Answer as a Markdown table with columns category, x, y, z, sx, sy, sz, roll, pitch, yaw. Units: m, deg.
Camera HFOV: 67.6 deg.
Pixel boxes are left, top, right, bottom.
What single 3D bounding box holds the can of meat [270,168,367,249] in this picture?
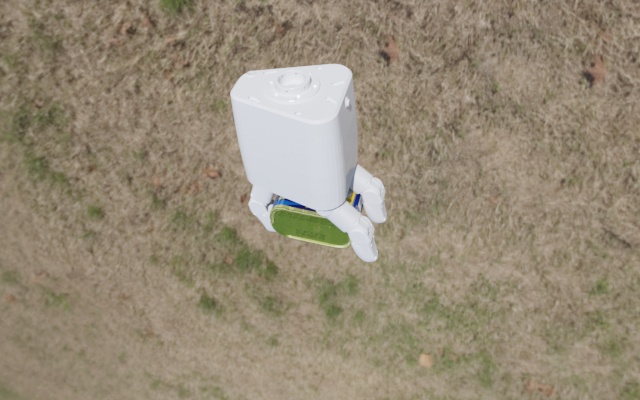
| category | x | y | z | sx | sy | sz | roll | pitch | yaw |
| --- | --- | --- | --- | --- | --- | --- | --- | --- | --- |
| can of meat | 0.000 | 0.002 | 0.549 | 0.102 | 0.084 | 0.057 | 11 | -42 | 10 |
